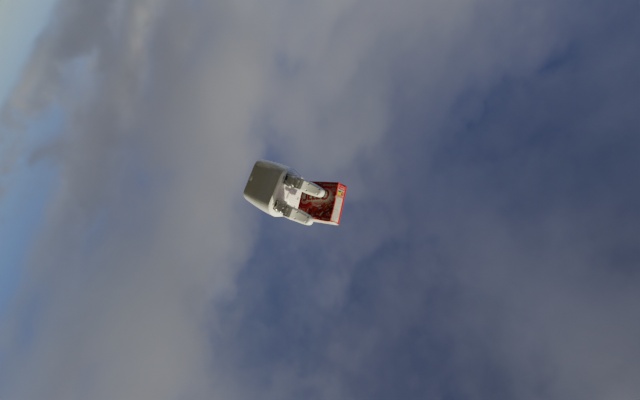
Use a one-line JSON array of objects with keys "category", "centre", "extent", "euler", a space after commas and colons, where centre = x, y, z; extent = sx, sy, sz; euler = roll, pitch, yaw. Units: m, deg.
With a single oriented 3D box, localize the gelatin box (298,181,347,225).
[{"category": "gelatin box", "centre": [0.001, 0.003, 0.877], "extent": [0.089, 0.073, 0.030], "euler": [6, -11, 41]}]
